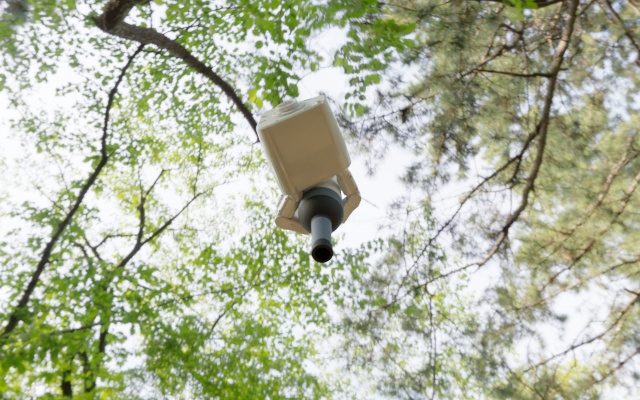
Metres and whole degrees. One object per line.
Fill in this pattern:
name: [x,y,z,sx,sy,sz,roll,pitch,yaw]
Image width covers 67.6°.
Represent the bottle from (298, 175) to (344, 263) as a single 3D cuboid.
bottle: [0.000,0.002,0.718,0.069,0.069,0.295,0,26,-1]
